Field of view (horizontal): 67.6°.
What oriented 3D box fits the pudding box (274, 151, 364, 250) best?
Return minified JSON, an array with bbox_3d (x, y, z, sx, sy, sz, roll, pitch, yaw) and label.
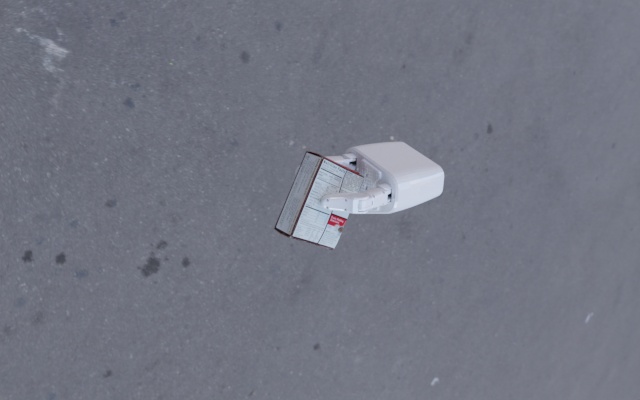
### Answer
[{"bbox_3d":[0.000,0.002,0.631,0.090,0.113,0.039,22,0,-45],"label":"pudding box"}]
